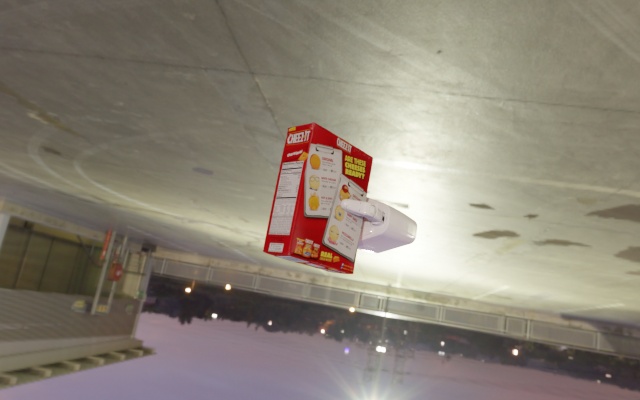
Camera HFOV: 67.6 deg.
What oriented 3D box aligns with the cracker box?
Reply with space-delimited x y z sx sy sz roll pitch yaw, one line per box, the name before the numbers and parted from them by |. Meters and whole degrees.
cracker box | 0.000 0.003 0.796 0.072 0.213 0.164 -2 -17 42
